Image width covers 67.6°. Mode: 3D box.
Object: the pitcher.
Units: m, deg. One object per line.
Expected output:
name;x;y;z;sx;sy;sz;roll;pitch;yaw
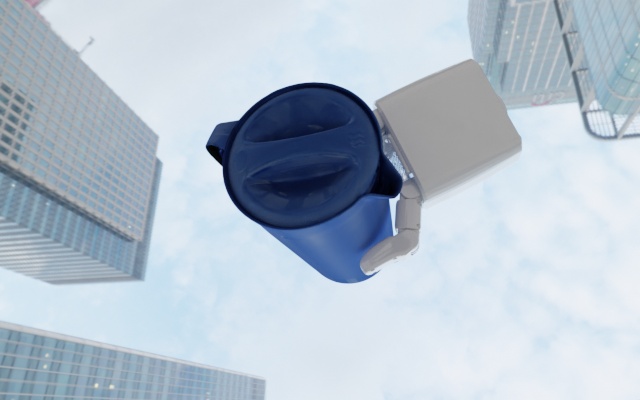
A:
pitcher;0.000;0.002;0.484;0.145;0.149;0.243;-26;-27;2
